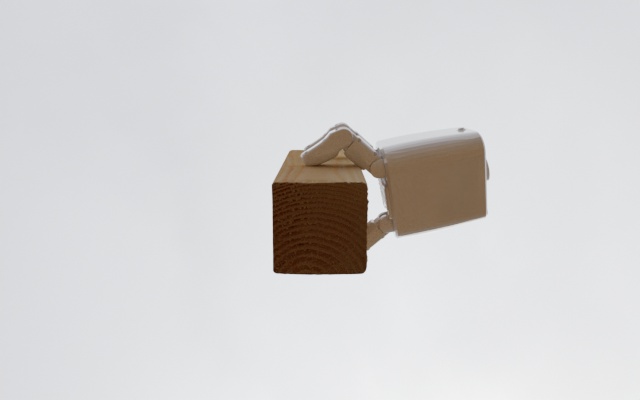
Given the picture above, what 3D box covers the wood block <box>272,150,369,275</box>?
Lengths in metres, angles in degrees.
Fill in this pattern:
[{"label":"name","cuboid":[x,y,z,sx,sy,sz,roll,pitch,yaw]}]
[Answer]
[{"label":"wood block","cuboid":[0.000,0.002,0.536,0.090,0.091,0.206,0,14,1]}]
